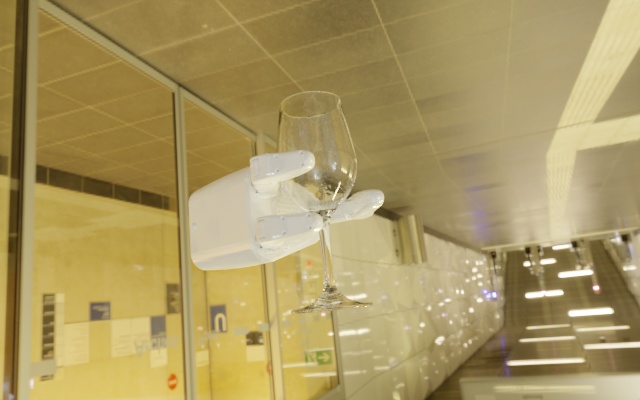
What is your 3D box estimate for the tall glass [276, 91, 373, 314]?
[{"bbox_3d":[0.000,0.002,0.452,0.079,0.201,0.079,-6,-12,-1],"label":"tall glass"}]
